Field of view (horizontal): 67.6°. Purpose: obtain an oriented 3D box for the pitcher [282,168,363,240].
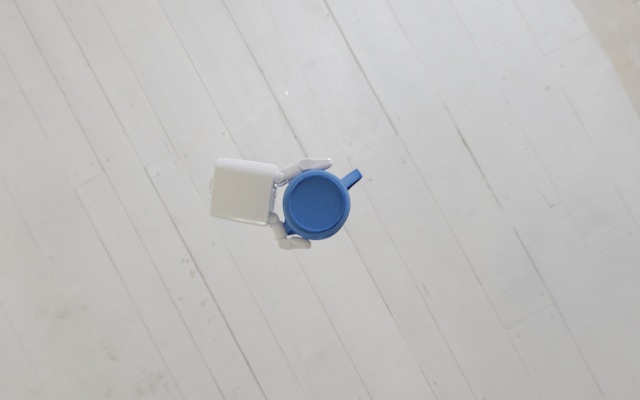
[{"bbox_3d":[0.000,0.003,0.858,0.145,0.149,0.243,9,-3,-1],"label":"pitcher"}]
